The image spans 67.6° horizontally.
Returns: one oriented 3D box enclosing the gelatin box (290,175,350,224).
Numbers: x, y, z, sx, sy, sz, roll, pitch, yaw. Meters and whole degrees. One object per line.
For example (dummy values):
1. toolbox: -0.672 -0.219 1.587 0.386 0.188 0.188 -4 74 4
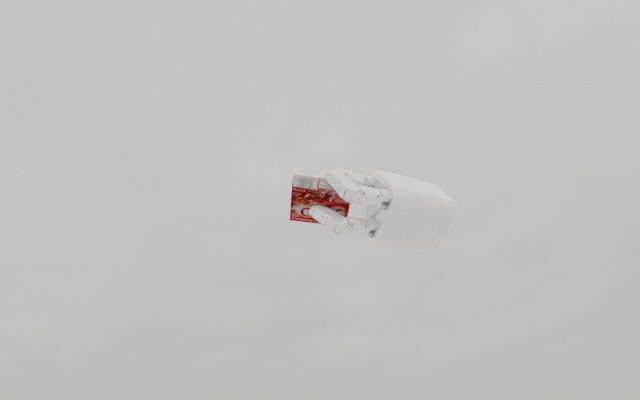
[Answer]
1. gelatin box: 0.000 0.002 0.718 0.089 0.030 0.073 8 -45 1
